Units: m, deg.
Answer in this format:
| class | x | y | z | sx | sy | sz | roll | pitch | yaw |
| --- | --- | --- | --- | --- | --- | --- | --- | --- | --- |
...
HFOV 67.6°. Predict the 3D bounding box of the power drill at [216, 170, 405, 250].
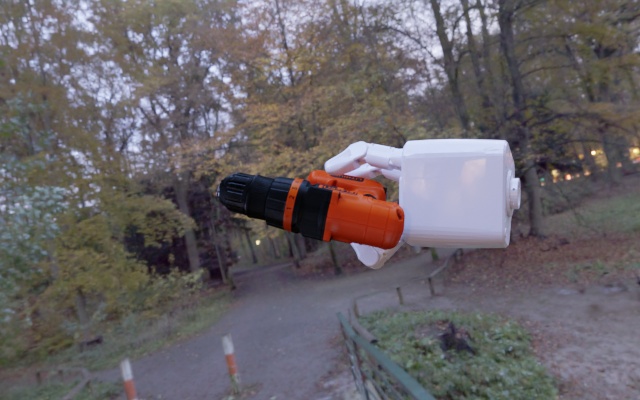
| class | x | y | z | sx | sy | sz | roll | pitch | yaw |
| --- | --- | --- | --- | --- | --- | --- | --- | --- | --- |
| power drill | 0.000 | 0.002 | 0.527 | 0.184 | 0.057 | 0.187 | 14 | 10 | 8 |
